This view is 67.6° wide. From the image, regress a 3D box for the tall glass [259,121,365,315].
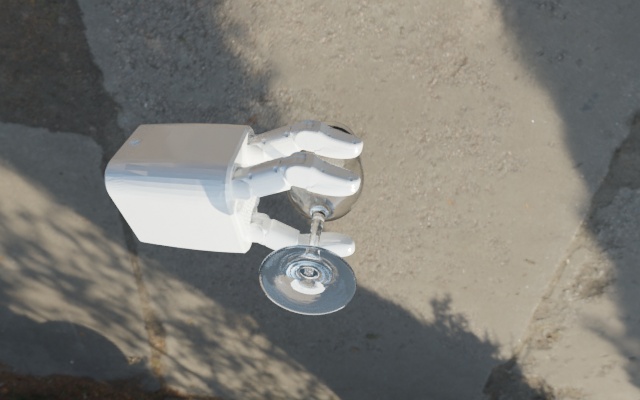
[{"bbox_3d":[0.000,0.002,0.435,0.079,0.079,0.201,0,37,8],"label":"tall glass"}]
